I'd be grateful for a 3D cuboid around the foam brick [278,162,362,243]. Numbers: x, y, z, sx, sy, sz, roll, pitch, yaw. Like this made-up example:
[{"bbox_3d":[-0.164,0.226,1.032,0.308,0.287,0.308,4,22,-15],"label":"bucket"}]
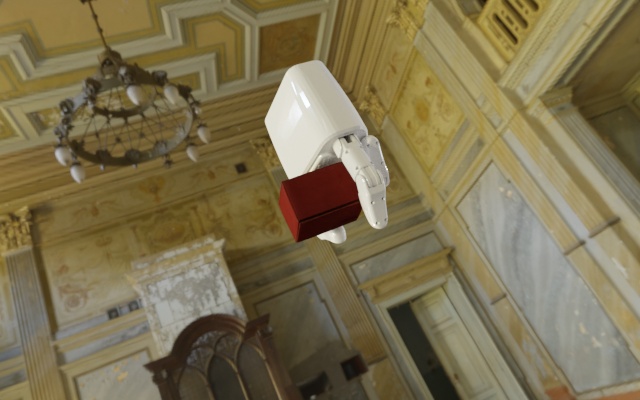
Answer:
[{"bbox_3d":[0.000,0.002,0.509,0.078,0.051,0.053,-20,-24,-19],"label":"foam brick"}]
